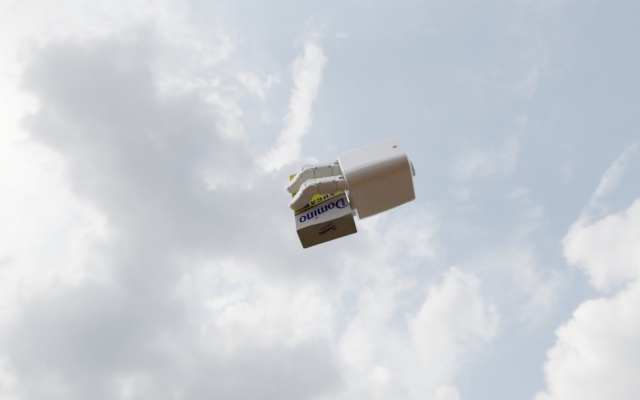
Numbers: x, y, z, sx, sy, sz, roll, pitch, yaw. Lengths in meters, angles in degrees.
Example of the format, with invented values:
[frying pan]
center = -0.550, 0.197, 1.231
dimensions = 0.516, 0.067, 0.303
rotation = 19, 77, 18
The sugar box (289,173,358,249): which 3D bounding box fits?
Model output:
[sugar box]
center = 0.000, 0.002, 0.810
dimensions = 0.093, 0.048, 0.176
rotation = -18, 30, 2
